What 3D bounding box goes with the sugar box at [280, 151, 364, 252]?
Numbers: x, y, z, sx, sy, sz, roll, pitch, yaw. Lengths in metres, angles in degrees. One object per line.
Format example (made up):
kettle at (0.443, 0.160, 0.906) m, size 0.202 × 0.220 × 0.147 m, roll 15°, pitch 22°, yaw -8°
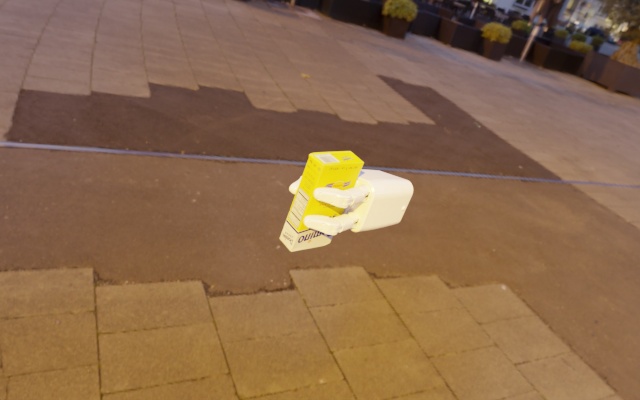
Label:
sugar box at (0.001, 0.003, 0.809) m, size 0.093 × 0.176 × 0.048 m, roll -7°, pitch 37°, yaw -40°
